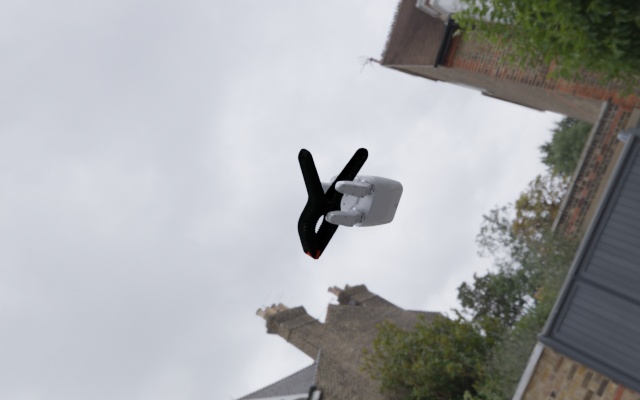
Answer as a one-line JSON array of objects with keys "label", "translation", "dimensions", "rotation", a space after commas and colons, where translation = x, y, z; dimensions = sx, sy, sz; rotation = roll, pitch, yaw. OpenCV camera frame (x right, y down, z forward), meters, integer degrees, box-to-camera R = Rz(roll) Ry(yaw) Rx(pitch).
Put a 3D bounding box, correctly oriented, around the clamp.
[{"label": "clamp", "translation": [0.000, 0.003, 0.813], "dimensions": [0.036, 0.210, 0.164], "rotation": [28, 17, 38]}]
